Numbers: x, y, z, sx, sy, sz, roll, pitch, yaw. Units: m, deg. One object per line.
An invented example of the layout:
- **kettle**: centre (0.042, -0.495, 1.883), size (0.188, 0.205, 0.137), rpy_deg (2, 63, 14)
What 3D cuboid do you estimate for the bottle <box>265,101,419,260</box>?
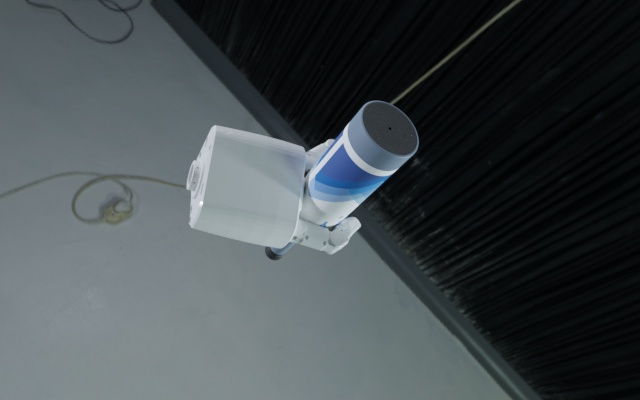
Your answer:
- **bottle**: centre (0.000, 0.002, 0.563), size (0.069, 0.069, 0.296), rpy_deg (0, -29, -31)
